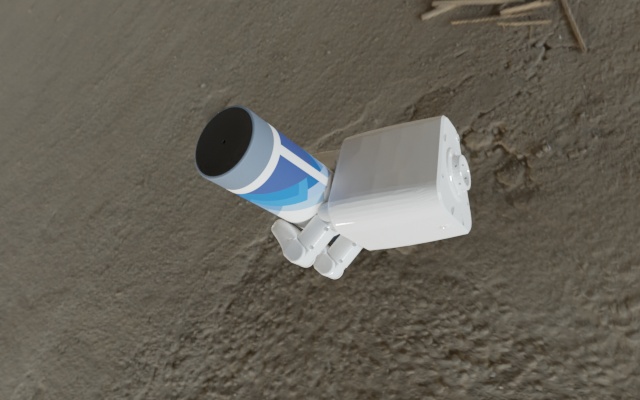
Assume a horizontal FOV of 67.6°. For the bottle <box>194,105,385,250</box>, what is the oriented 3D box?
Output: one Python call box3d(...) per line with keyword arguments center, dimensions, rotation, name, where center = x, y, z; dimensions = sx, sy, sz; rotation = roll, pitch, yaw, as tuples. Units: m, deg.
box3d(center=(0.000, 0.002, 0.501), dimensions=(0.069, 0.069, 0.296), rotation=(0, -20, 35), name="bottle")
